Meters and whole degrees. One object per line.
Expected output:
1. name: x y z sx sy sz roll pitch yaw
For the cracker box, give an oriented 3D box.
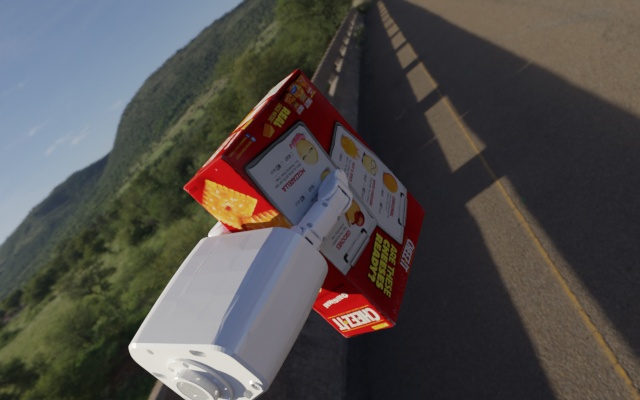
1. cracker box: 0.000 0.001 0.468 0.072 0.214 0.164 -29 23 40
